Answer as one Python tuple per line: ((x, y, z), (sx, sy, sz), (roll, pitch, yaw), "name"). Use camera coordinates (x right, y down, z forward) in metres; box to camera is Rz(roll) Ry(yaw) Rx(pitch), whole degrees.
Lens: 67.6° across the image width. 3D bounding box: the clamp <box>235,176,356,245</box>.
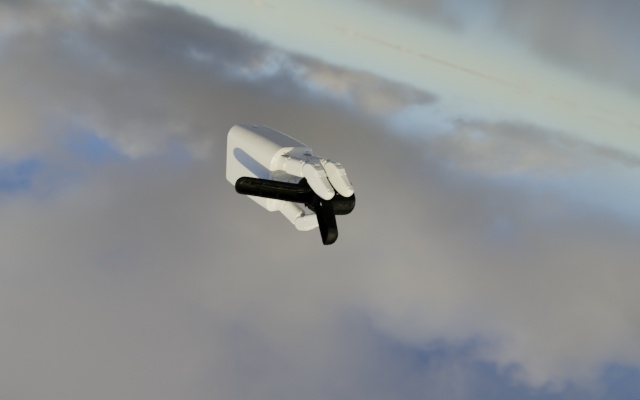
((0.000, 0.003, 0.701), (0.164, 0.036, 0.210), (34, 24, 27), "clamp")
